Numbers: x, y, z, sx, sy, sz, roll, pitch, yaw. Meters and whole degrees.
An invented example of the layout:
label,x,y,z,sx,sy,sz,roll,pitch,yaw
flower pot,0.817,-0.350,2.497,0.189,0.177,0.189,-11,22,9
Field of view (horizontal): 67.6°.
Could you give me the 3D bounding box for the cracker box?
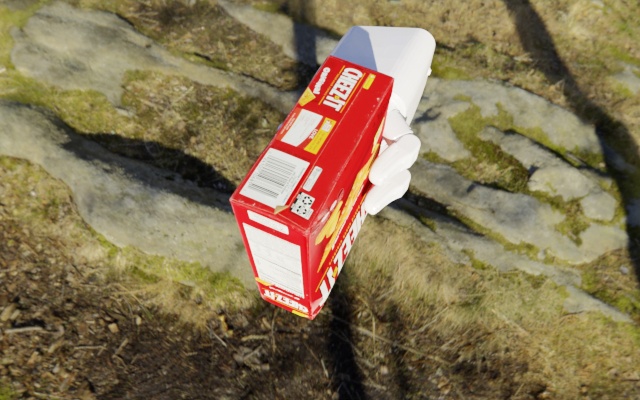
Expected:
label,x,y,z,sx,sy,sz,roll,pitch,yaw
cracker box,0.000,0.001,0.456,0.072,0.164,0.214,23,-28,13
